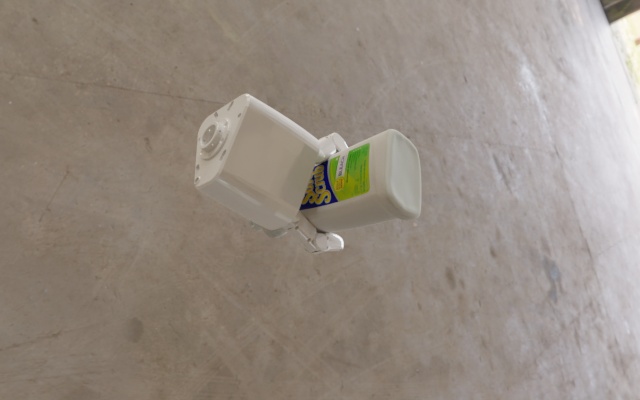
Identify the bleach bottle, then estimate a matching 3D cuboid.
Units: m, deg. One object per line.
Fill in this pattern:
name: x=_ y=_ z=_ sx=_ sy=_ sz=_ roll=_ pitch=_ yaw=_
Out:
bleach bottle: x=0.000 y=0.002 z=0.588 sx=0.251 sy=0.102 sz=0.068 roll=-20 pitch=-38 yaw=39
